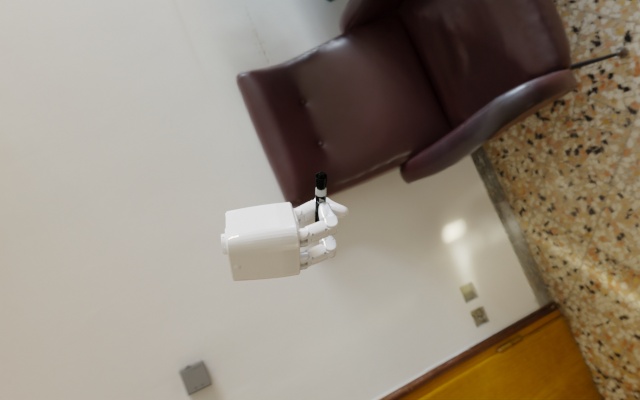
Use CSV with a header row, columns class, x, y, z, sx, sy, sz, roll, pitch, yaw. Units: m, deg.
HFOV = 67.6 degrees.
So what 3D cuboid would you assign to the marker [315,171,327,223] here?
class,x,y,z,sx,sy,sz,roll,pitch,yaw
marker,0.000,0.003,0.768,0.020,0.121,0.020,1,43,-1
